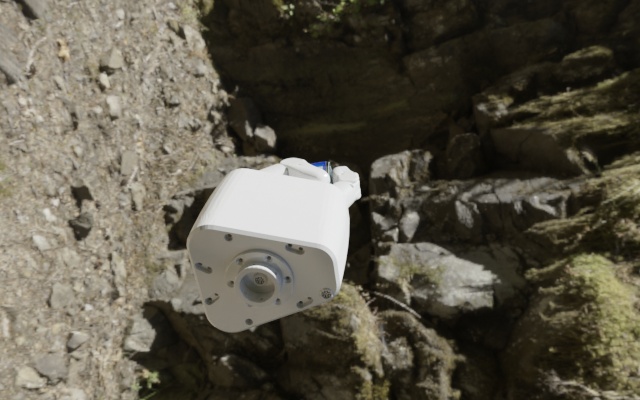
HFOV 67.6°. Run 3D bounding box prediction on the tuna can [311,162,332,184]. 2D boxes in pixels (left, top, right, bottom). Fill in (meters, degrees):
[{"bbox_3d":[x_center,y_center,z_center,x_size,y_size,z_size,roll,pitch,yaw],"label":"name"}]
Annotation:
[{"bbox_3d":[0.001,0.002,0.514,0.034,0.086,0.086,-9,-1,6],"label":"tuna can"}]
